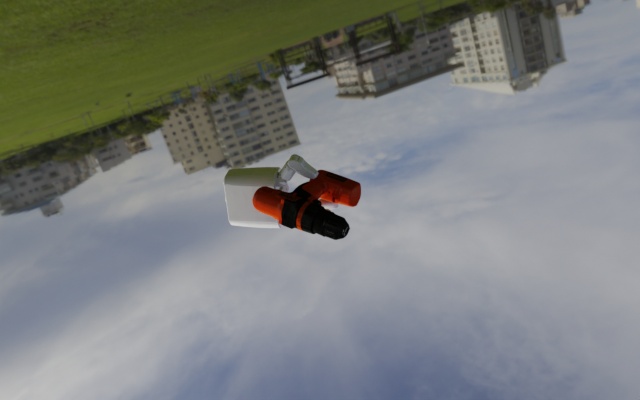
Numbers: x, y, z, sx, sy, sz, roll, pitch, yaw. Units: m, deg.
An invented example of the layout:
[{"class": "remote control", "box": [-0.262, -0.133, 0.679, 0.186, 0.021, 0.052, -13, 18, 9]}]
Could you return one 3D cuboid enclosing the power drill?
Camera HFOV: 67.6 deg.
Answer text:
[{"class": "power drill", "box": [0.000, 0.003, 0.858, 0.184, 0.057, 0.187, 22, 24, 24]}]
